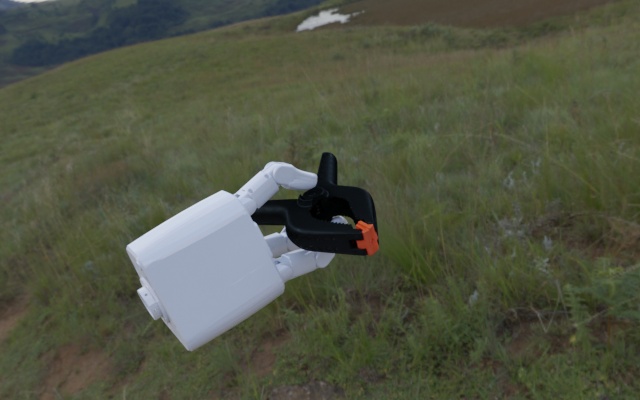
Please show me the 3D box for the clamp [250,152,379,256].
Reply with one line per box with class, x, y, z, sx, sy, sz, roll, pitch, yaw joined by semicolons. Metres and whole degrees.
clamp;0.000;0.001;0.513;0.164;0.036;0.210;-33;31;-26
